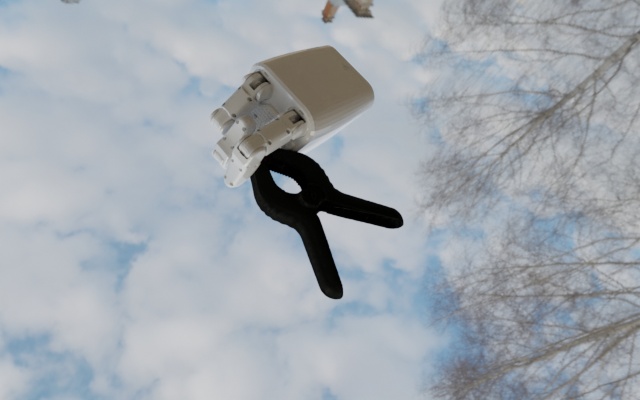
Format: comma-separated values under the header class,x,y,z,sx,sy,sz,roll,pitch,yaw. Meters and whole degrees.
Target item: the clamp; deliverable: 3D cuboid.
class,x,y,z,sx,sy,sz,roll,pitch,yaw
clamp,0.000,0.002,0.477,0.120,0.171,0.039,-32,-13,-36
